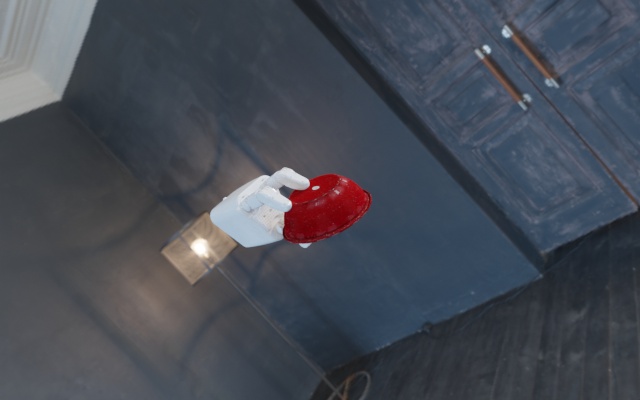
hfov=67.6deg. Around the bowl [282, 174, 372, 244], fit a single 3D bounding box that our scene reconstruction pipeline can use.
[{"bbox_3d":[0.001,0.002,0.787,0.162,0.055,0.162,-21,23,9],"label":"bowl"}]
